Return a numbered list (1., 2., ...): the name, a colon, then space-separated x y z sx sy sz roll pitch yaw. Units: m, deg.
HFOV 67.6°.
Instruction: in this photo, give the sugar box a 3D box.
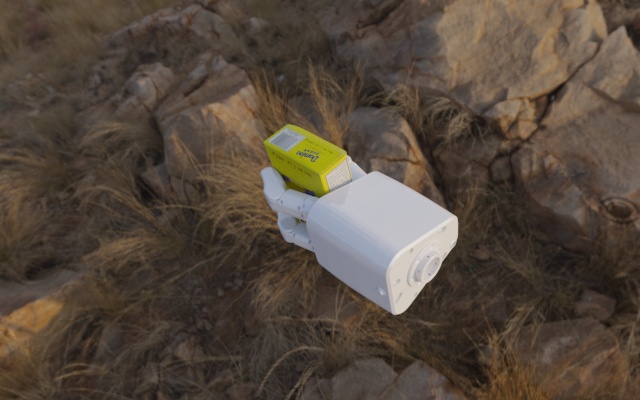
1. sugar box: 0.000 0.002 0.555 0.048 0.176 0.093 -40 50 -22
